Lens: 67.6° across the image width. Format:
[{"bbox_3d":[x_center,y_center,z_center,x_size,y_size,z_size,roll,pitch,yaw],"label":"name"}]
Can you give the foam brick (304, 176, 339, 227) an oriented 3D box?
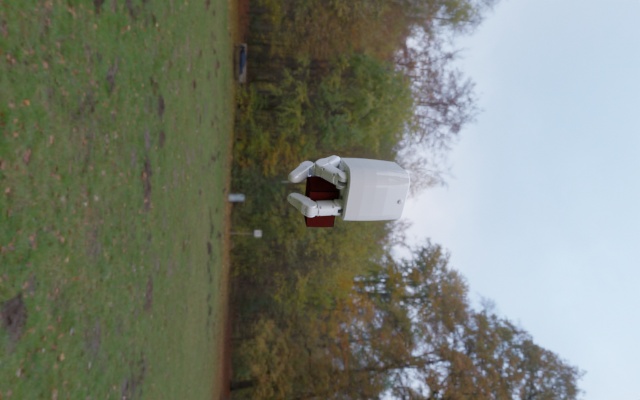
[{"bbox_3d":[0.000,0.003,0.849,0.051,0.078,0.053,1,34,-10],"label":"foam brick"}]
